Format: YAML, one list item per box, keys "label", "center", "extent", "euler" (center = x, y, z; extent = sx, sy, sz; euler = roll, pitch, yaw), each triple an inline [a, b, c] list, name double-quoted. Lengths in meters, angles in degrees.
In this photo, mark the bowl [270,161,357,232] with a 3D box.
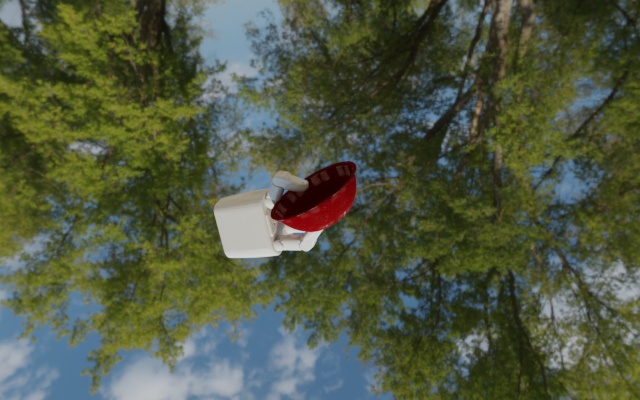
- label: "bowl"
  center: [0.001, 0.003, 0.780]
  extent: [0.162, 0.055, 0.162]
  euler: [-29, 19, 11]
